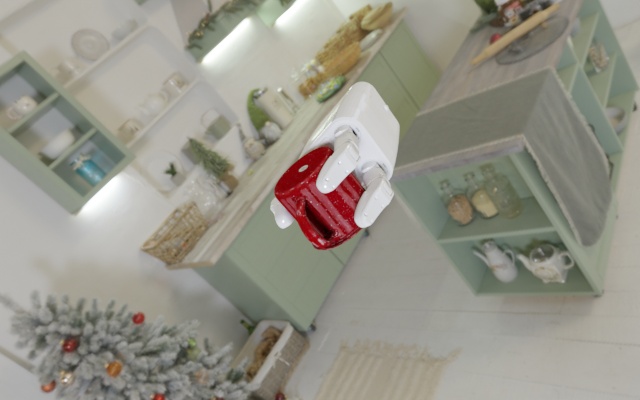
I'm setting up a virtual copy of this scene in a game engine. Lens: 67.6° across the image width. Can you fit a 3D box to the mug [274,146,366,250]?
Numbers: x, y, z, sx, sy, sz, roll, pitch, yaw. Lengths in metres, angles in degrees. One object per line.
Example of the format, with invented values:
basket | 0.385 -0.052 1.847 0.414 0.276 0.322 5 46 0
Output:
mug | 0.000 0.002 0.523 0.093 0.081 0.117 -27 25 32
